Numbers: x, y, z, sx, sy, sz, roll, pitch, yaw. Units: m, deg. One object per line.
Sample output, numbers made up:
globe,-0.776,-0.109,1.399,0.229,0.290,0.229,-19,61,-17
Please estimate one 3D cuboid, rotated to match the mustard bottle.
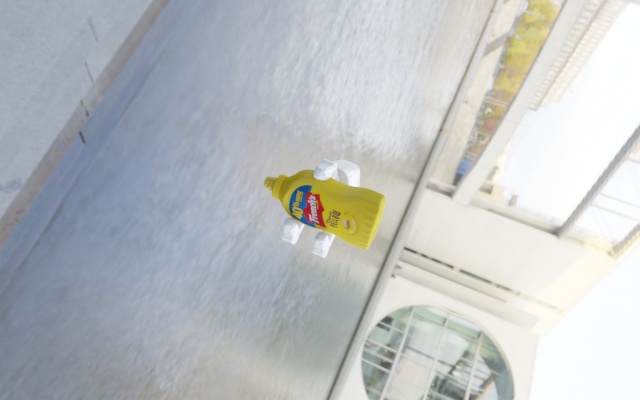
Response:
mustard bottle,0.000,0.003,0.746,0.191,0.096,0.058,21,42,12
